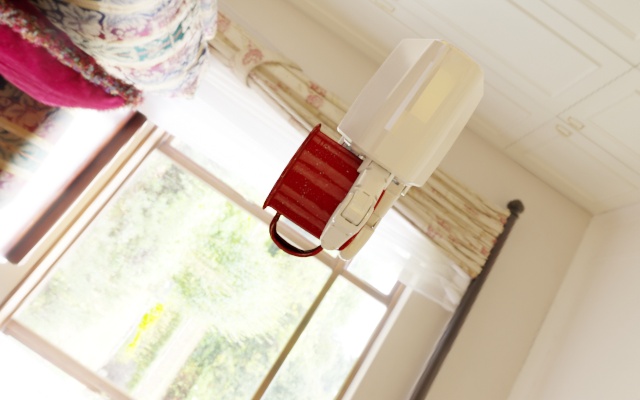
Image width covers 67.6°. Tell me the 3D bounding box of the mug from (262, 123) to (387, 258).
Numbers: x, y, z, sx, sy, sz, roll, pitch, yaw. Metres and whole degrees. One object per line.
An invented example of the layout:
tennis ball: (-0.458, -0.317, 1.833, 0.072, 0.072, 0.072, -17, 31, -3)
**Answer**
mug: (-0.001, 0.003, 0.432, 0.081, 0.117, 0.093, 34, 11, -1)
